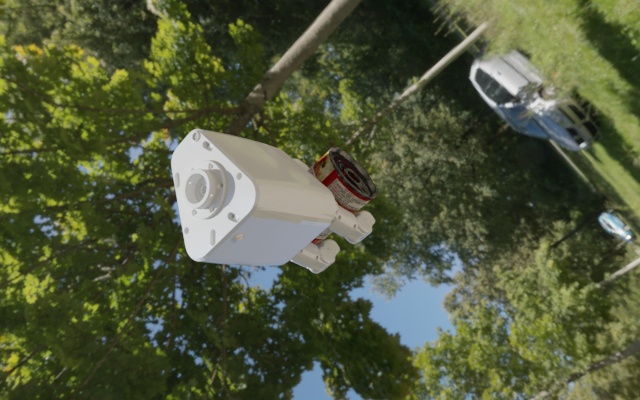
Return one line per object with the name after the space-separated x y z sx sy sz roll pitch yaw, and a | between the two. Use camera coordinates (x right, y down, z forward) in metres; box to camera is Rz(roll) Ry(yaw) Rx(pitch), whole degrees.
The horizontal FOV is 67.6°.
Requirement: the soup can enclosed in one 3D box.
0.000 0.002 0.510 0.102 0.068 0.068 -42 -19 23 | soup can
